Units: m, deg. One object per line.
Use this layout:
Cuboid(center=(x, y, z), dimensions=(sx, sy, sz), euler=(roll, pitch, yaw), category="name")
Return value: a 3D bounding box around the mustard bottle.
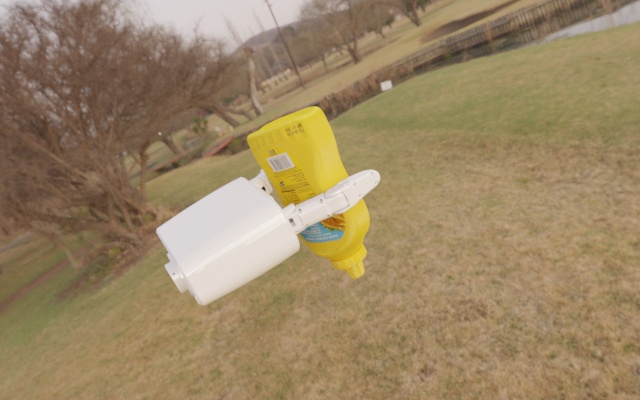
Cuboid(center=(0.000, 0.001, 0.509), dimensions=(0.096, 0.192, 0.058), euler=(-10, 23, 45), category="mustard bottle")
